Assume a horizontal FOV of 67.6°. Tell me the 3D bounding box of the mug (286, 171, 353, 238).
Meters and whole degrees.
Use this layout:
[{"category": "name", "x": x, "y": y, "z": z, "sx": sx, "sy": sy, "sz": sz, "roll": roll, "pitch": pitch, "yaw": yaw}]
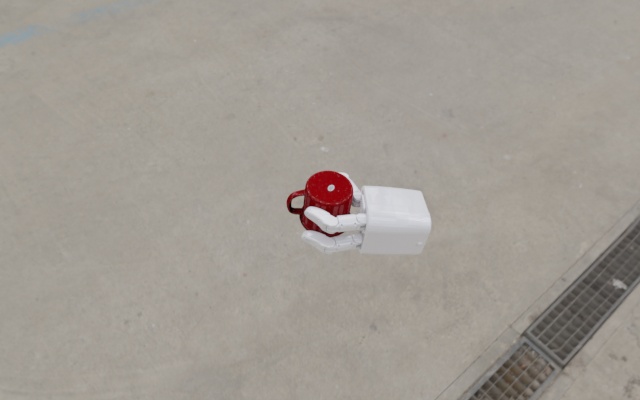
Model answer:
[{"category": "mug", "x": -0.001, "y": 0.002, "z": 0.821, "sx": 0.117, "sy": 0.093, "sz": 0.082, "roll": 2, "pitch": -42, "yaw": -5}]
